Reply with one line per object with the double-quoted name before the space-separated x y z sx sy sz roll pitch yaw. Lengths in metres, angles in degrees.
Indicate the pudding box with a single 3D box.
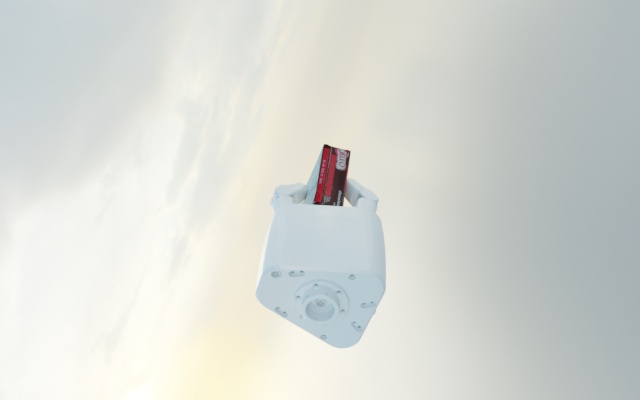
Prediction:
"pudding box" 0.000 0.002 0.571 0.039 0.090 0.113 17 -35 -9
